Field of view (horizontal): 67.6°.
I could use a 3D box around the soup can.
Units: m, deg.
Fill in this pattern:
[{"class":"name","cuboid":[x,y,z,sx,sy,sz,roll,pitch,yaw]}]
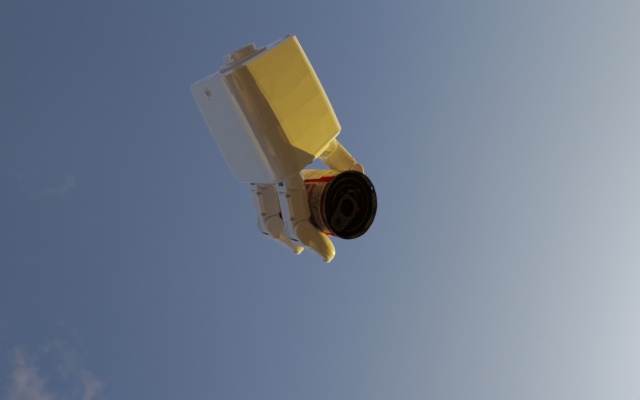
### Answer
[{"class":"soup can","cuboid":[0.000,0.002,0.502,0.068,0.068,0.102,0,3,-37]}]
